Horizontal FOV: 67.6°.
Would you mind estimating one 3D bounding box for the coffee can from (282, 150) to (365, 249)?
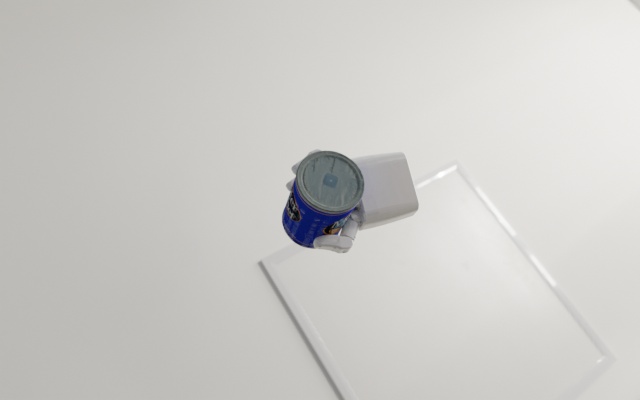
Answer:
[{"bbox_3d":[0.000,0.002,0.747,0.103,0.102,0.140,0,-27,-14],"label":"coffee can"}]
